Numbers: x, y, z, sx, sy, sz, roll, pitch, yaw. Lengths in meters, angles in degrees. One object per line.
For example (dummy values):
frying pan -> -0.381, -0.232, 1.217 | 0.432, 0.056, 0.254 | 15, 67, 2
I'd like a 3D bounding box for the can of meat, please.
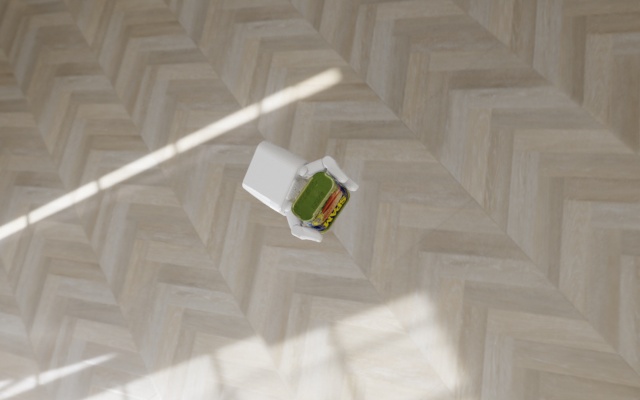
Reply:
can of meat -> 0.000, 0.003, 0.888 | 0.057, 0.102, 0.084 | 34, -2, 26
